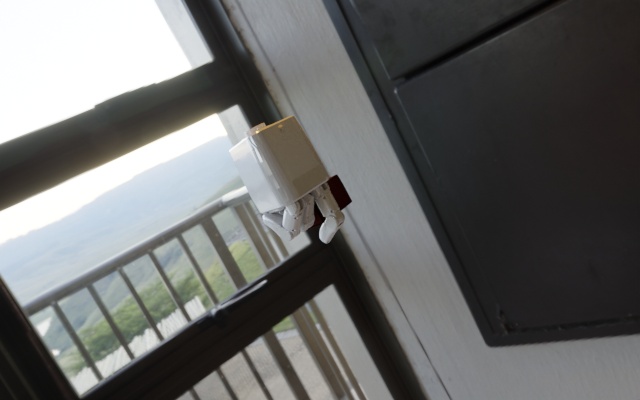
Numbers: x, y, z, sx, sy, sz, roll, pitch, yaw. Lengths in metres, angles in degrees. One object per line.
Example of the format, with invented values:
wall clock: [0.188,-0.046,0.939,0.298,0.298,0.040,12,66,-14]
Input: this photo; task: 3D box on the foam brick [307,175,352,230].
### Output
foam brick: [0.000,0.002,0.735,0.053,0.051,0.078,-24,8,45]
